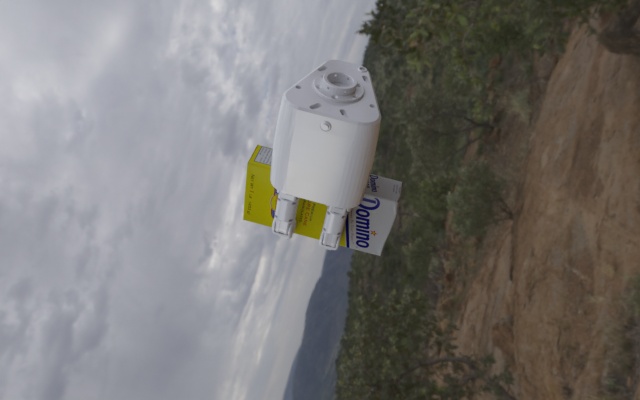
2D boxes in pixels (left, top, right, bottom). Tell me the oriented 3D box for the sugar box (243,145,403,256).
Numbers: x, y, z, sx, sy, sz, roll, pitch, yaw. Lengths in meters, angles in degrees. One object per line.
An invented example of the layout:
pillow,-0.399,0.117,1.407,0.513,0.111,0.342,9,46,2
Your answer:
sugar box,0.000,0.002,0.566,0.176,0.093,0.048,16,41,5
